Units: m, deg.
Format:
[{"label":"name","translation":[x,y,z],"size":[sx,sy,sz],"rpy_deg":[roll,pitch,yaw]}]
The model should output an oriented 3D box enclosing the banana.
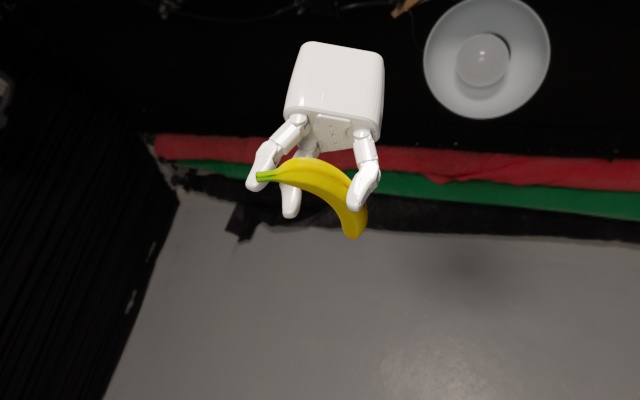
[{"label":"banana","translation":[0.013,-0.004,0.564],"size":[0.069,0.037,0.198],"rpy_deg":[-15,-33,33]}]
